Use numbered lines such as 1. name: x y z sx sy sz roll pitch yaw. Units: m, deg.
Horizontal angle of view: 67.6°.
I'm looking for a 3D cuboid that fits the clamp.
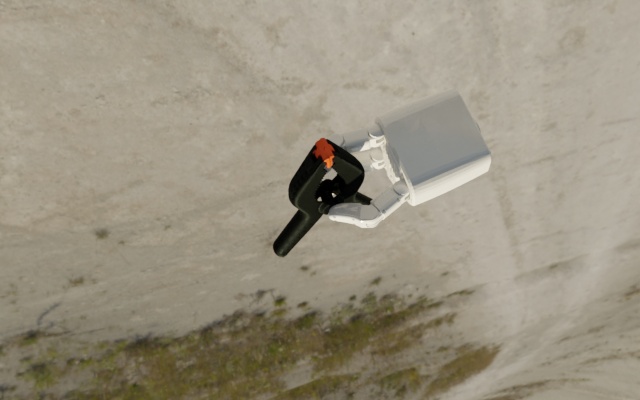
1. clamp: 0.001 0.002 0.589 0.164 0.036 0.210 -25 -28 -3
